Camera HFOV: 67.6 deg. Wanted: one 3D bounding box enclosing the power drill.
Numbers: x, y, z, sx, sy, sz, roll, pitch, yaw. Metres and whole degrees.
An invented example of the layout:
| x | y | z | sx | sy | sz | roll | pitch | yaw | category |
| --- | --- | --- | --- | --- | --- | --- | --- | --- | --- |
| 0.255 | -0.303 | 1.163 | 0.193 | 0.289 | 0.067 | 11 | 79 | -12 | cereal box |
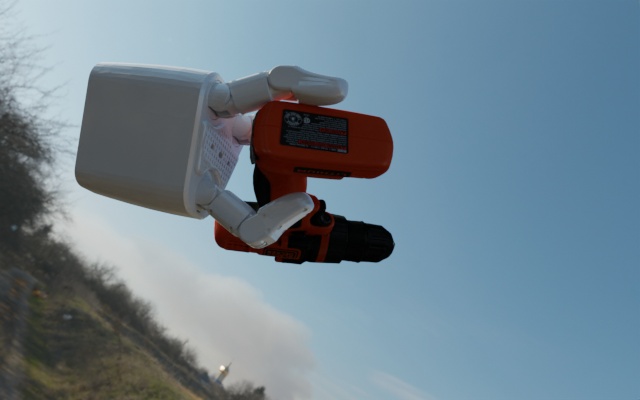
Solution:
| x | y | z | sx | sy | sz | roll | pitch | yaw | category |
| --- | --- | --- | --- | --- | --- | --- | --- | --- | --- |
| 0.000 | 0.001 | 0.427 | 0.184 | 0.057 | 0.188 | 6 | -34 | -11 | power drill |
